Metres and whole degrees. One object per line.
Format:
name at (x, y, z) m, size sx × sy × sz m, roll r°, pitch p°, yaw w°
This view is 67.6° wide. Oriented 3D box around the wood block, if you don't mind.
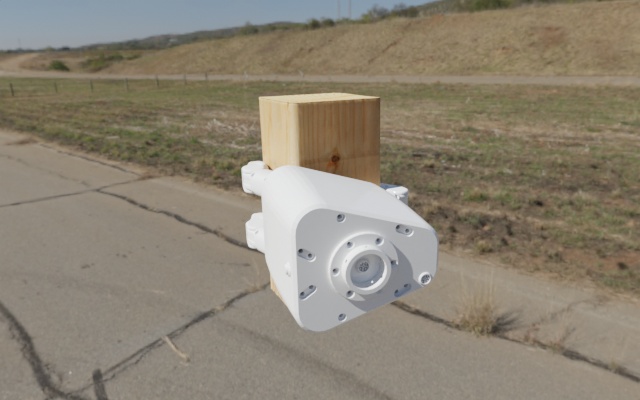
wood block at (0.001, 0.001, 0.478) m, size 0.091 × 0.206 × 0.090 m, roll -9°, pitch 18°, yaw -25°
